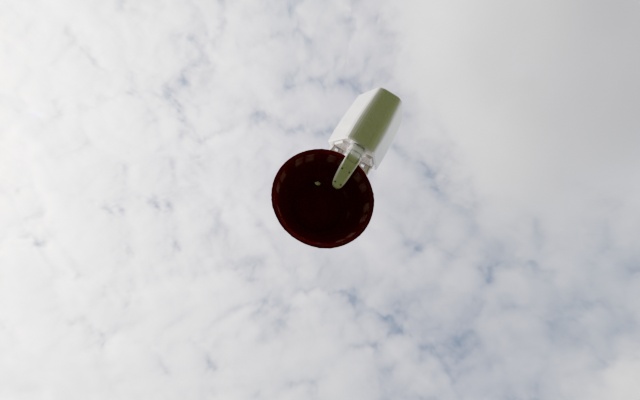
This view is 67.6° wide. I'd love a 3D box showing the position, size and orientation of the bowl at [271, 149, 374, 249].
[{"bbox_3d":[-0.001,0.003,0.754,0.162,0.162,0.055,0,-18,-12],"label":"bowl"}]
